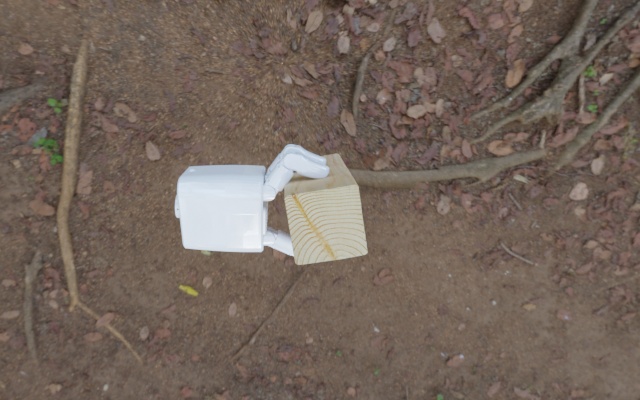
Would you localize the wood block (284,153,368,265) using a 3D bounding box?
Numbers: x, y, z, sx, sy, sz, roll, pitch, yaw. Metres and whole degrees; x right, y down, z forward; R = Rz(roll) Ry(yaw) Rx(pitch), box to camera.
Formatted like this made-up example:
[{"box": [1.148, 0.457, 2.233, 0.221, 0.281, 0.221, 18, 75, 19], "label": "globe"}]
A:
[{"box": [0.000, 0.003, 0.658, 0.090, 0.091, 0.206, -9, 16, -2], "label": "wood block"}]
